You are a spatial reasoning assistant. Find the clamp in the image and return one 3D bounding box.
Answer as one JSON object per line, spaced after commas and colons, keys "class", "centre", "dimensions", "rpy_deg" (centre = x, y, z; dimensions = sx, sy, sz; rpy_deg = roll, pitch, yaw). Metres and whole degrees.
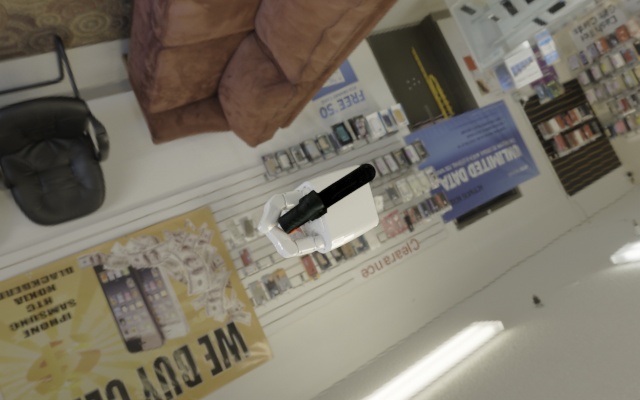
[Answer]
{"class": "clamp", "centre": [0.000, 0.003, 0.655], "dimensions": [0.120, 0.039, 0.171], "rpy_deg": [-22, -5, -31]}
